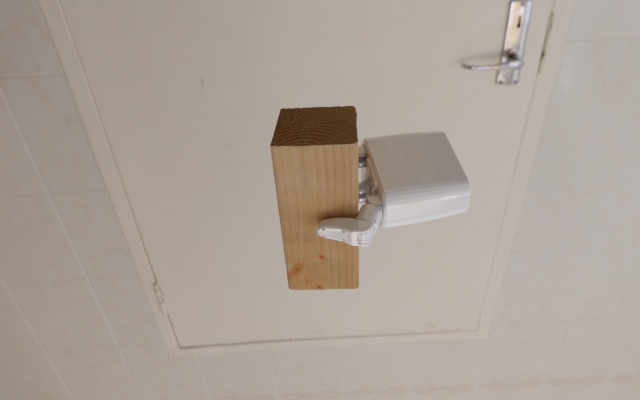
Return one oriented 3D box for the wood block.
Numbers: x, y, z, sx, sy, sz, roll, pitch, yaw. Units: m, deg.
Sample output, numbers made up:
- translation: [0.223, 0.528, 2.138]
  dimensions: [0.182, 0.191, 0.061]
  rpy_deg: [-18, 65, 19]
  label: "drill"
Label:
- translation: [0.000, 0.002, 0.569]
  dimensions: [0.090, 0.206, 0.090]
  rpy_deg: [-1, 35, 4]
  label: "wood block"
